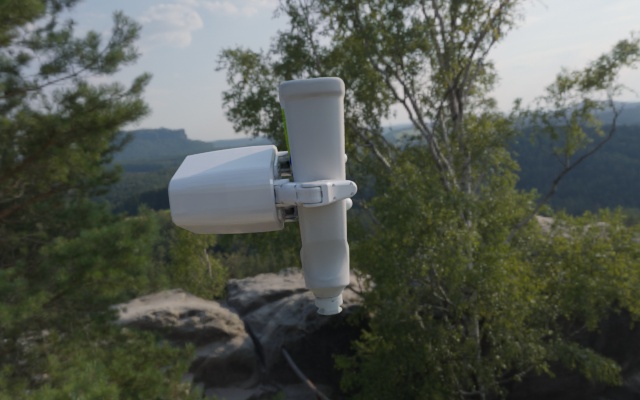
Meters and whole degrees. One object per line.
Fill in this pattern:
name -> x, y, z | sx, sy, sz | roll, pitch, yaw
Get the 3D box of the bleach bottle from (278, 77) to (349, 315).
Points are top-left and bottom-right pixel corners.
bleach bottle -> 0.000, 0.002, 0.519 | 0.068, 0.251, 0.102 | -5, 6, -1
